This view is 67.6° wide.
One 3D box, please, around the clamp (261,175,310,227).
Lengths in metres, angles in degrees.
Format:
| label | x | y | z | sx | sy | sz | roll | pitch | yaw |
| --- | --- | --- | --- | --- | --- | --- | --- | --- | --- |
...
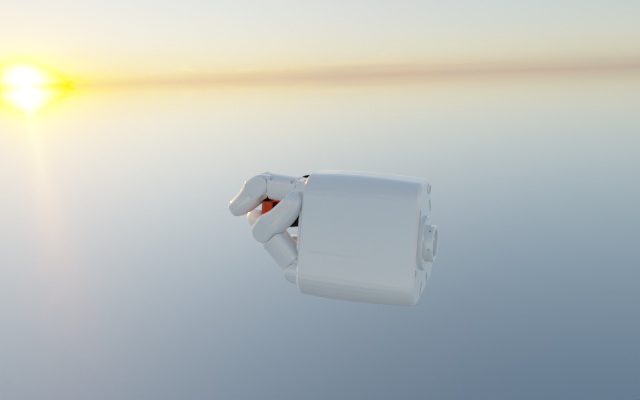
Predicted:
| label | x | y | z | sx | sy | sz | roll | pitch | yaw |
| --- | --- | --- | --- | --- | --- | --- | --- | --- | --- |
| clamp | 0.000 | 0.001 | 0.533 | 0.120 | 0.039 | 0.171 | 4 | 16 | 23 |
